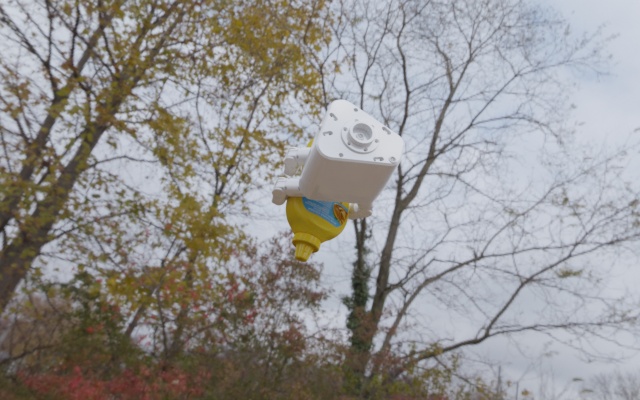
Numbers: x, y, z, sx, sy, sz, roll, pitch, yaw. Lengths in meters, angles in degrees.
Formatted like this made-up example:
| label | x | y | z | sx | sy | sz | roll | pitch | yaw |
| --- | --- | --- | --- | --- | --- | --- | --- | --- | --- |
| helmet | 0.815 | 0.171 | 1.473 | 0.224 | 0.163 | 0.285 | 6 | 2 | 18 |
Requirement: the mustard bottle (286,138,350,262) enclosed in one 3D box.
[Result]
| label | x | y | z | sx | sy | sz | roll | pitch | yaw |
| --- | --- | --- | --- | --- | --- | --- | --- | --- | --- |
| mustard bottle | 0.000 | 0.002 | 0.711 | 0.096 | 0.191 | 0.058 | 32 | -30 | -23 |
